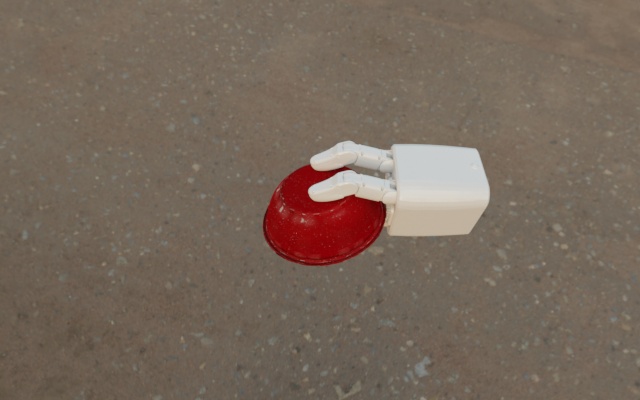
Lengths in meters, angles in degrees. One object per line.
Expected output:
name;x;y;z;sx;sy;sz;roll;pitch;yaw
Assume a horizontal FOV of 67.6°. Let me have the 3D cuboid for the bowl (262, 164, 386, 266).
bowl;-0.001;0.002;0.599;0.162;0.162;0.055;0;-44;13
